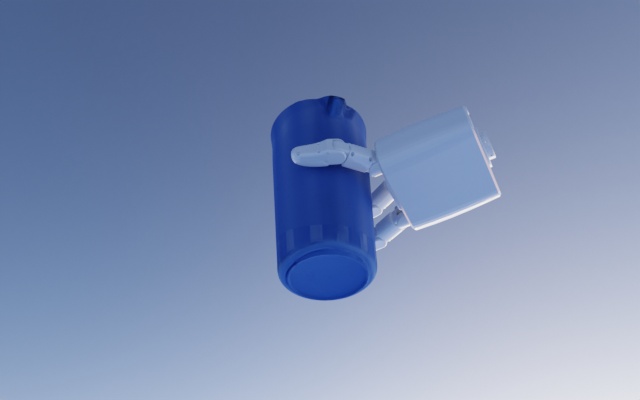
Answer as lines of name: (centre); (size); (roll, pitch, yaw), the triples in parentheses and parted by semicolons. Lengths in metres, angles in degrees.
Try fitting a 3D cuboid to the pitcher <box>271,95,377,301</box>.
pitcher: (0.000, 0.002, 0.595); (0.145, 0.242, 0.149); (-20, -46, 18)
